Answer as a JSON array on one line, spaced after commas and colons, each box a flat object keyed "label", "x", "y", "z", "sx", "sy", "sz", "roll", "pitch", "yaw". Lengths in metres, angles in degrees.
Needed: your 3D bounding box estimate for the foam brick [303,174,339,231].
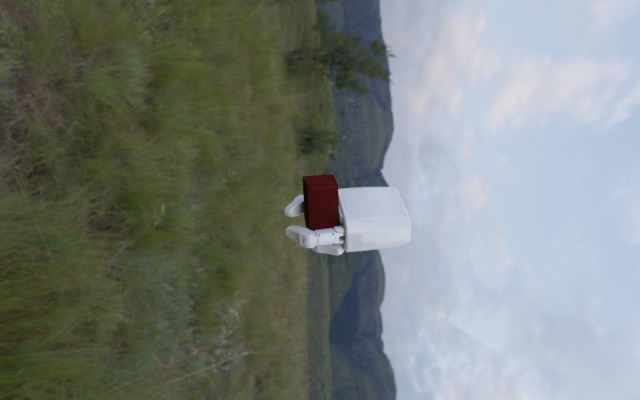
[{"label": "foam brick", "x": 0.000, "y": 0.002, "z": 0.761, "sx": 0.051, "sy": 0.078, "sz": 0.053, "roll": -4, "pitch": 22, "yaw": -6}]
